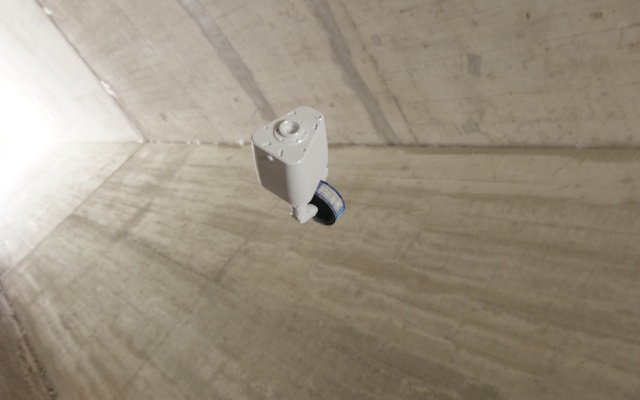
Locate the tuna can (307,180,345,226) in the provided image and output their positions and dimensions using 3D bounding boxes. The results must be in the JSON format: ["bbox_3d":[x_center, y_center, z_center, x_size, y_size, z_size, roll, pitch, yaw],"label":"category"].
[{"bbox_3d":[0.000,0.002,0.842,0.086,0.086,0.033,0,42,50],"label":"tuna can"}]
